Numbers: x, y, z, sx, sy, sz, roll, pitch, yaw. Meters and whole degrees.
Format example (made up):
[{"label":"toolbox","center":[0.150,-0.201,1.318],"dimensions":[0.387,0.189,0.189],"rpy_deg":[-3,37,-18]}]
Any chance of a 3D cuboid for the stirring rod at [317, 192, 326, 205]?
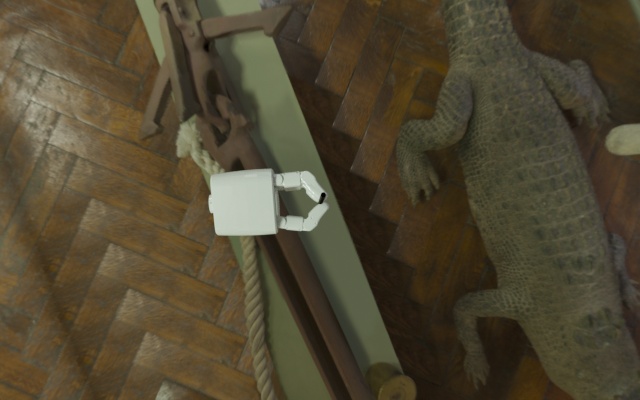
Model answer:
[{"label":"stirring rod","center":[0.000,0.003,0.832],"dimensions":[0.011,0.011,0.239],"rpy_deg":[0,-5,-2]}]
